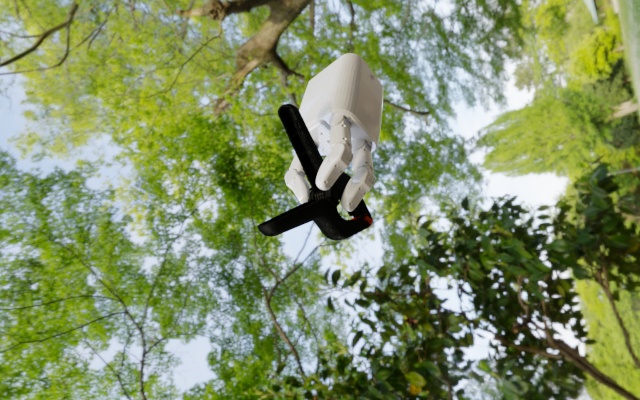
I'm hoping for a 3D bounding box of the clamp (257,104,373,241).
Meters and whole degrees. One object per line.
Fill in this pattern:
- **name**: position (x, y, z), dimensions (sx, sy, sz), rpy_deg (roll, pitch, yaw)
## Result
- **clamp**: position (0.000, 0.002, 0.602), dimensions (0.036, 0.164, 0.210), rpy_deg (-8, -34, 36)
